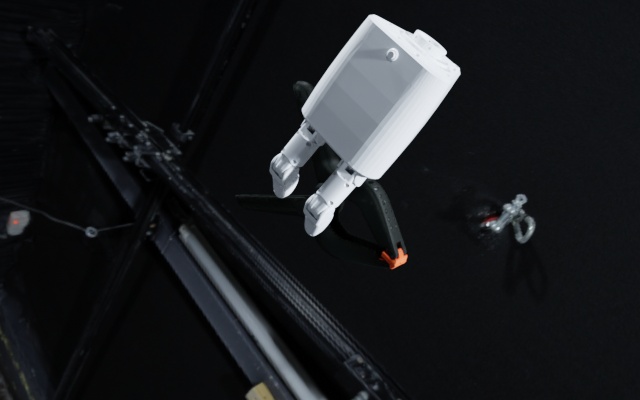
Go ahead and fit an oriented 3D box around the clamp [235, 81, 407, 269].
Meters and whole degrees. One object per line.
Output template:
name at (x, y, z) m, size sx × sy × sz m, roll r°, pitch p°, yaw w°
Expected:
clamp at (0.001, 0.002, 0.503) m, size 0.036 × 0.210 × 0.165 m, roll -12°, pitch -35°, yaw -55°
